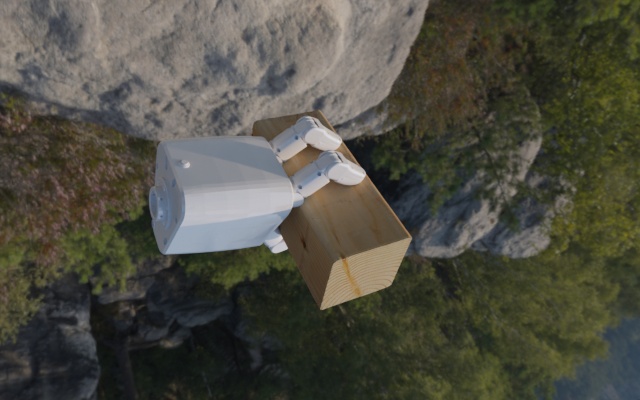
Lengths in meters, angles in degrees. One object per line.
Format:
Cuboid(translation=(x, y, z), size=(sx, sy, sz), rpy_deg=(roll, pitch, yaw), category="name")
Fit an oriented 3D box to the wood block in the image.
Cuboid(translation=(0.000, 0.002, 0.532), size=(0.090, 0.206, 0.091), rpy_deg=(-14, -38, -23), category="wood block")
